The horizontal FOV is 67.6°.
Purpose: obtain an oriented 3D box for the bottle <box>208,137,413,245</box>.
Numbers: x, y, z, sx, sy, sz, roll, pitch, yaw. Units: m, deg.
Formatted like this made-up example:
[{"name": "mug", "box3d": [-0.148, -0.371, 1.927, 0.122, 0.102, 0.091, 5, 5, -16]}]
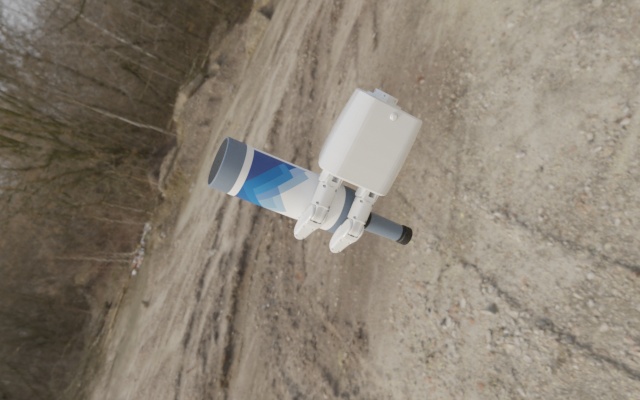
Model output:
[{"name": "bottle", "box3d": [0.000, 0.002, 0.644, 0.296, 0.069, 0.069, 22, -9, -22]}]
